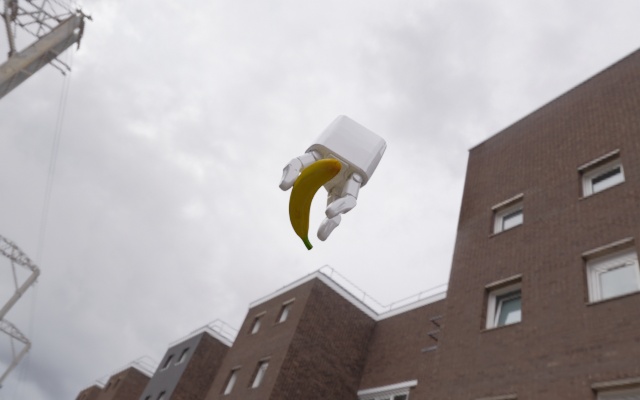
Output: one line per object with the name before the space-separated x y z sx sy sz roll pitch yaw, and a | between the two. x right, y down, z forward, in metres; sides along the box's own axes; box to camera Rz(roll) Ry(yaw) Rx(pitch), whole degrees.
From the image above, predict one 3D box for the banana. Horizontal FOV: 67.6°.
banana | -0.016 -0.005 0.740 0.069 0.198 0.037 33 49 15
